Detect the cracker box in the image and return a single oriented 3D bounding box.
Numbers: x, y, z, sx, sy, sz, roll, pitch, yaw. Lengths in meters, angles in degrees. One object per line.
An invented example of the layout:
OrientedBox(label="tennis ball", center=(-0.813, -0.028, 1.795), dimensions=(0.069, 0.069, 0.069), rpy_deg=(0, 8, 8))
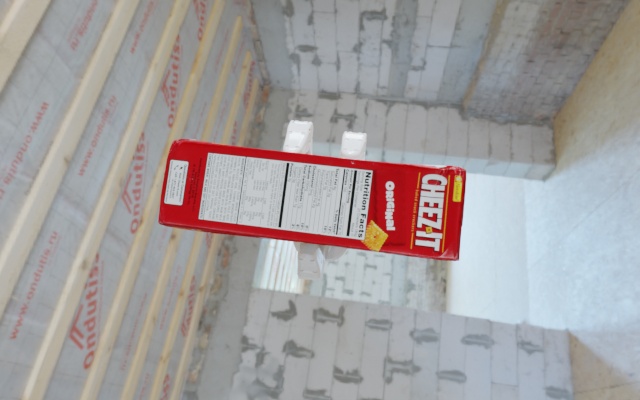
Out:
OrientedBox(label="cracker box", center=(0.000, 0.001, 0.407), dimensions=(0.213, 0.072, 0.164), rpy_deg=(6, -3, 7))
